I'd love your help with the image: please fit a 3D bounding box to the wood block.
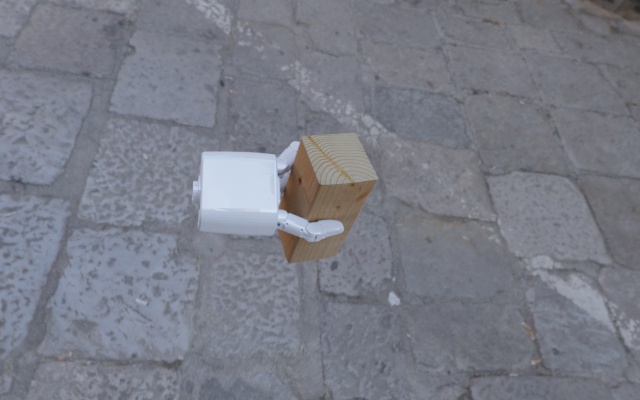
[{"bbox_3d":[0.000,0.003,0.735,0.090,0.090,0.206,-7,-34,-23],"label":"wood block"}]
